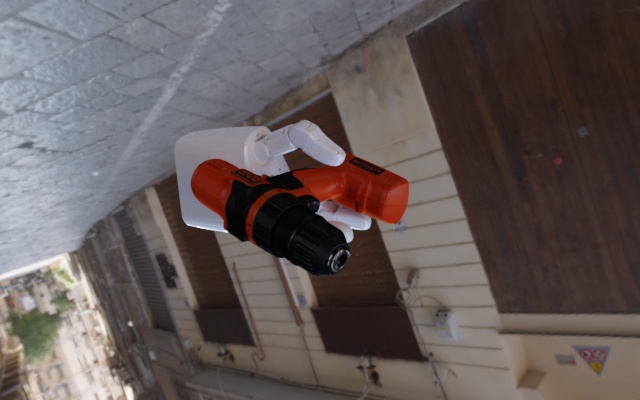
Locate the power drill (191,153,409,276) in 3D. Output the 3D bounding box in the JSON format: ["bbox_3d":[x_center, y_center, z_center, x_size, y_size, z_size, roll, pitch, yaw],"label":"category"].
[{"bbox_3d":[0.000,0.001,0.449,0.187,0.057,0.184,-8,29,-45],"label":"power drill"}]
